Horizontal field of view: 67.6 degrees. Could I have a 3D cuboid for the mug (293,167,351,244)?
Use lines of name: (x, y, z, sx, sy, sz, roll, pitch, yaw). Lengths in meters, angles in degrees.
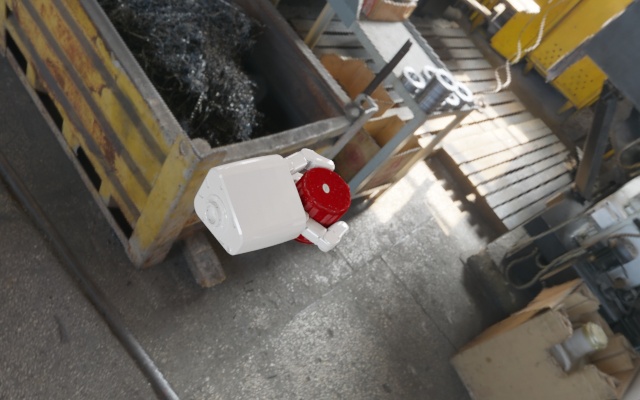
mug: (0.001, 0.002, 0.712, 0.117, 0.093, 0.081, -18, -21, -42)
